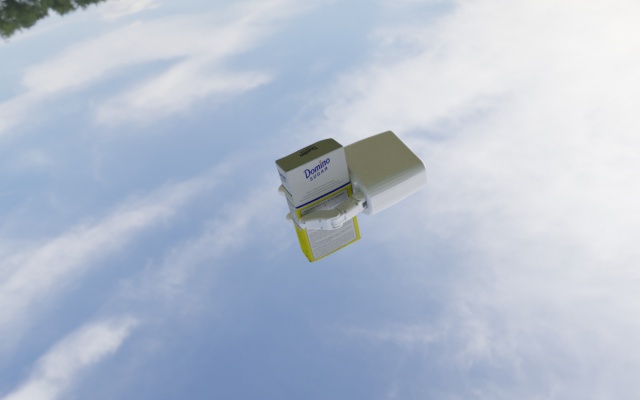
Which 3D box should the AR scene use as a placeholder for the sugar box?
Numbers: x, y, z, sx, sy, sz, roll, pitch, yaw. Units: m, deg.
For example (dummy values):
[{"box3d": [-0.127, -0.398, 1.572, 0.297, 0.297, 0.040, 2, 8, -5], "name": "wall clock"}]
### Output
[{"box3d": [0.000, 0.002, 0.709, 0.093, 0.176, 0.048, -25, 36, -16], "name": "sugar box"}]
